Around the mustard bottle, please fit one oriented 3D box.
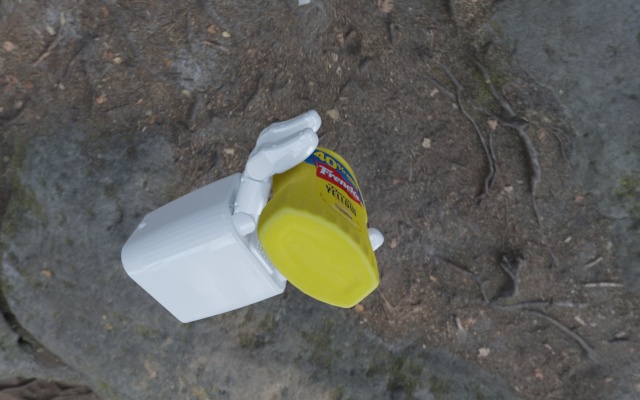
[{"bbox_3d":[0.000,0.001,0.412,0.096,0.058,0.191,39,20,-17],"label":"mustard bottle"}]
